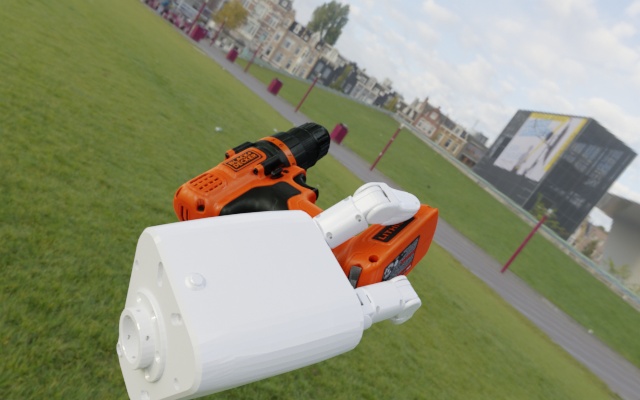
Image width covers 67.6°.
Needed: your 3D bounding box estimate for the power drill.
[{"bbox_3d":[0.000,0.002,0.410,0.187,0.057,0.184,27,44,28],"label":"power drill"}]
